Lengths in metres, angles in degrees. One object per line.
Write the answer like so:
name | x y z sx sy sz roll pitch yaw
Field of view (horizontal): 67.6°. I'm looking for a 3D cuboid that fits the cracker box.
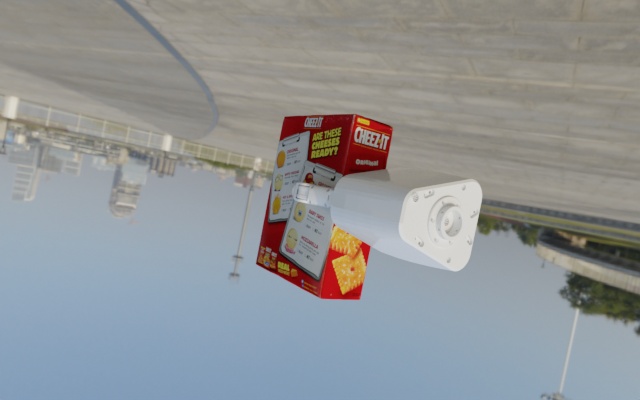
cracker box | 0.000 0.002 0.617 0.072 0.213 0.164 10 1 -35
